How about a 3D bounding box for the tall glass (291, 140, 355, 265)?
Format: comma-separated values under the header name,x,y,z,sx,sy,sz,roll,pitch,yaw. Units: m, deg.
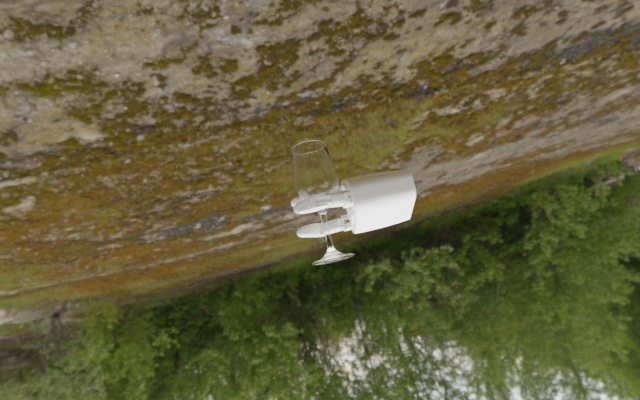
name,x,y,z,sx,sy,sz,roll,pitch,yaw
tall glass,0.000,0.003,0.804,0.079,0.201,0.079,-12,-12,-3
